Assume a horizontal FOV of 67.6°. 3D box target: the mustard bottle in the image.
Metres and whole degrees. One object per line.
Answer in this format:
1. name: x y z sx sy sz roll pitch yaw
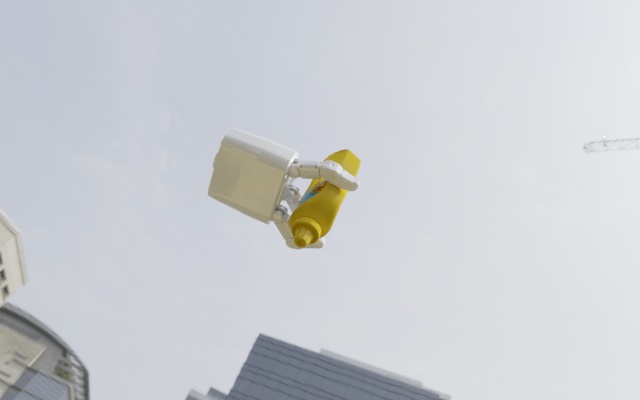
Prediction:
1. mustard bottle: 0.000 0.002 0.715 0.096 0.058 0.191 -39 14 37
